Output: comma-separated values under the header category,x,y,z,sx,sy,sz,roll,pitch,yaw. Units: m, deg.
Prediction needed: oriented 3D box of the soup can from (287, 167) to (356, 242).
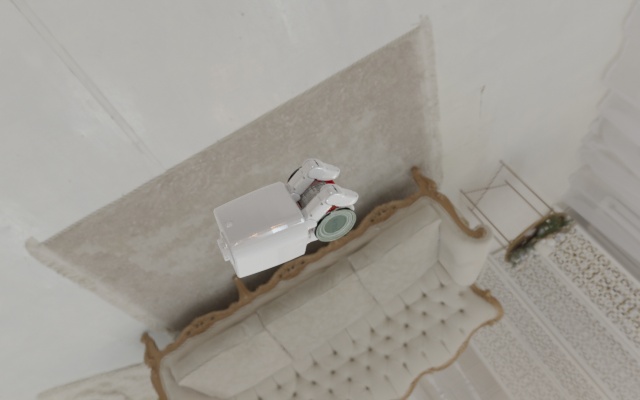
category,x,y,z,sx,sy,sz,roll,pitch,yaw
soup can,0.001,0.002,0.707,0.068,0.068,0.102,0,42,-36
